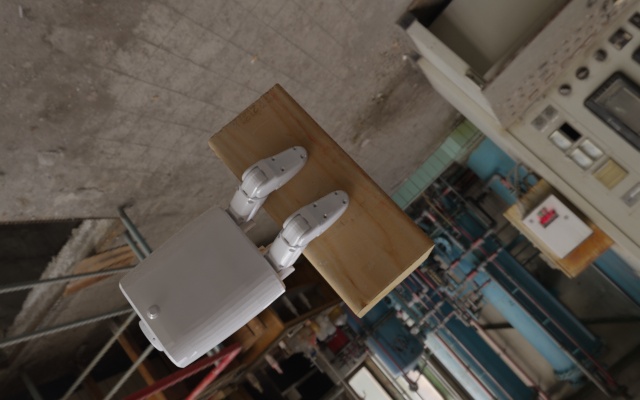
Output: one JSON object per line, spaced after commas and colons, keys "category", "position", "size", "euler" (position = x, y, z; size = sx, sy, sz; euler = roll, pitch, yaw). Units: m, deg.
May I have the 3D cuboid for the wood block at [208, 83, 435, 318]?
{"category": "wood block", "position": [0.000, 0.002, 0.455], "size": [0.090, 0.206, 0.091], "euler": [-41, -16, -5]}
